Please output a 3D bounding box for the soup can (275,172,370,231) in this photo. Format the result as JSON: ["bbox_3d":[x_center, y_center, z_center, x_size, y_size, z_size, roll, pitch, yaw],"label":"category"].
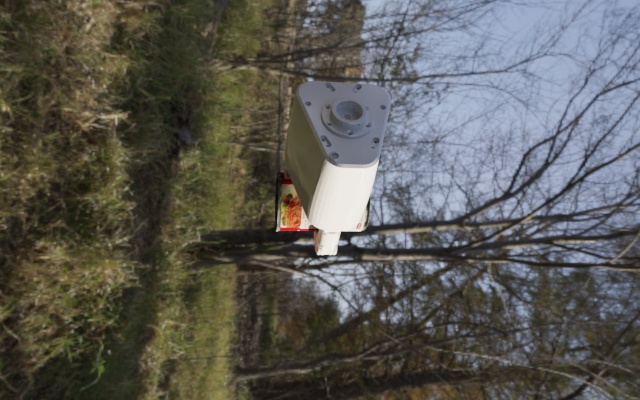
[{"bbox_3d":[0.000,0.002,0.550,0.102,0.068,0.068,1,0,-8],"label":"soup can"}]
